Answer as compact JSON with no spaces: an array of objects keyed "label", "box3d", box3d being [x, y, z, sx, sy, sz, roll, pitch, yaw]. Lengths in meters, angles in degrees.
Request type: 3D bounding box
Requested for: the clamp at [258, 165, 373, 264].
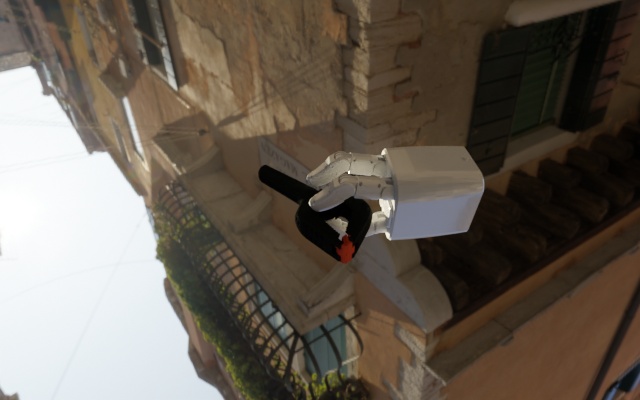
[{"label":"clamp","box3d":[0.000,0.003,0.612,0.164,0.036,0.209,-4,35,-2]}]
